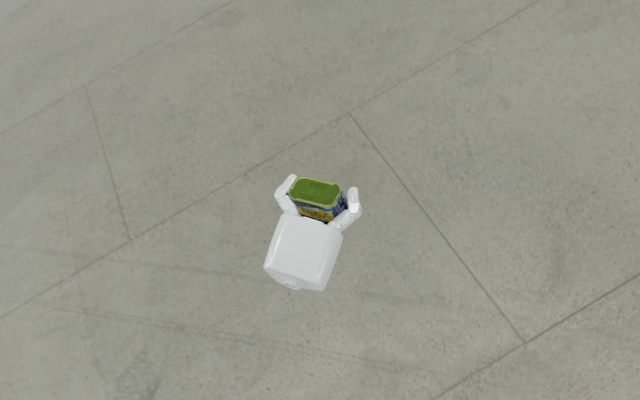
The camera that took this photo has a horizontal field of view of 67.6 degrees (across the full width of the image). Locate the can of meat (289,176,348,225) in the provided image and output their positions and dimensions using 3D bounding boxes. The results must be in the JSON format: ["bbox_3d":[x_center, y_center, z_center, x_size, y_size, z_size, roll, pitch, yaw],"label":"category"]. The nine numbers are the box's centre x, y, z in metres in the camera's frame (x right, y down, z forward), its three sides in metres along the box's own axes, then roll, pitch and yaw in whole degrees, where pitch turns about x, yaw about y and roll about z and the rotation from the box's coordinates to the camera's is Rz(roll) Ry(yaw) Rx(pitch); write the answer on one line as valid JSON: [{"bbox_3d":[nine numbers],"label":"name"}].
[{"bbox_3d":[0.000,0.003,0.887,0.102,0.057,0.084,13,-23,23],"label":"can of meat"}]
